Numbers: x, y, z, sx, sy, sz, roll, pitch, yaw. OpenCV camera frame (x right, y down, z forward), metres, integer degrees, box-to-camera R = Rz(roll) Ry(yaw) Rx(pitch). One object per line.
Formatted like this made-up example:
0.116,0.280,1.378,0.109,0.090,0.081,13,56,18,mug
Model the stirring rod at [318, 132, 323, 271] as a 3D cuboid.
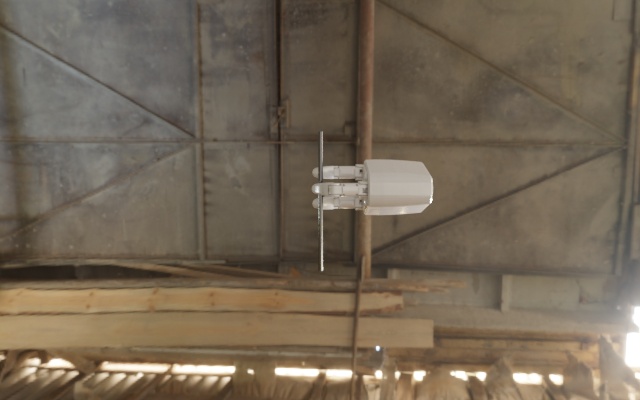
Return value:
0.000,0.003,0.824,0.011,0.239,0.011,0,5,0,stirring rod
